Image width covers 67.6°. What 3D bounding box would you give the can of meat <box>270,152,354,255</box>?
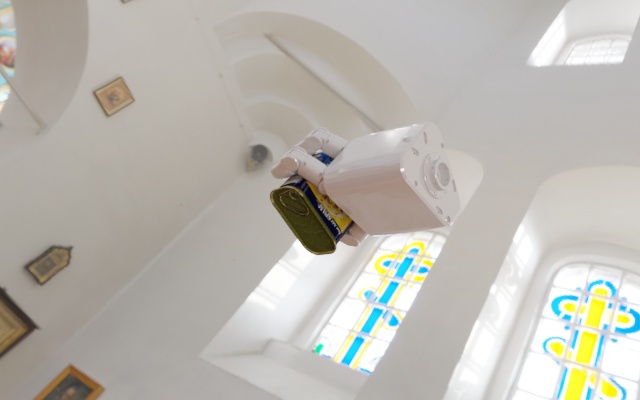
[{"bbox_3d":[0.000,0.002,0.591,0.057,0.102,0.084,-14,27,47],"label":"can of meat"}]
